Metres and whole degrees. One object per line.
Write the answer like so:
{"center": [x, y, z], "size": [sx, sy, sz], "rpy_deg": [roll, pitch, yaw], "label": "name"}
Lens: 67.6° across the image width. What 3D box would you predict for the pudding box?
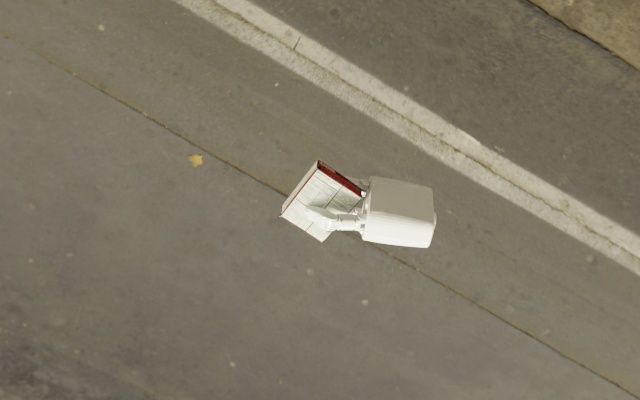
{"center": [0.000, 0.003, 0.778], "size": [0.090, 0.113, 0.039], "rpy_deg": [34, 24, -13], "label": "pudding box"}
